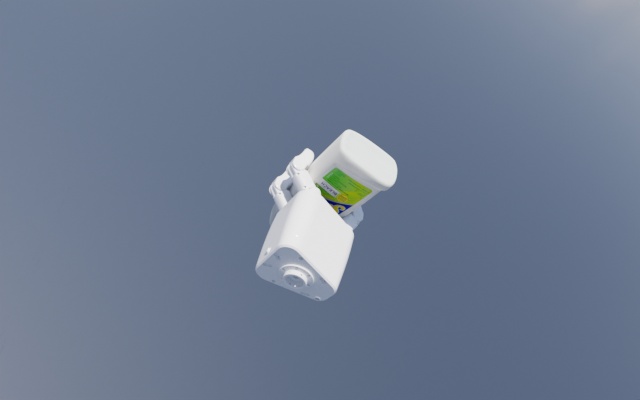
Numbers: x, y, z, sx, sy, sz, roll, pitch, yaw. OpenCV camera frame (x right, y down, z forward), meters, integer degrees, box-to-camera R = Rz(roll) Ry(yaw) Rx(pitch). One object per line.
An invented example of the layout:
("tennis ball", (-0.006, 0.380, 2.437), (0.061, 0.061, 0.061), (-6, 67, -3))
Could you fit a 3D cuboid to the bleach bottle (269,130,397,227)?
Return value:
("bleach bottle", (0.000, 0.002, 0.743), (0.102, 0.068, 0.251), (34, -47, -14))
